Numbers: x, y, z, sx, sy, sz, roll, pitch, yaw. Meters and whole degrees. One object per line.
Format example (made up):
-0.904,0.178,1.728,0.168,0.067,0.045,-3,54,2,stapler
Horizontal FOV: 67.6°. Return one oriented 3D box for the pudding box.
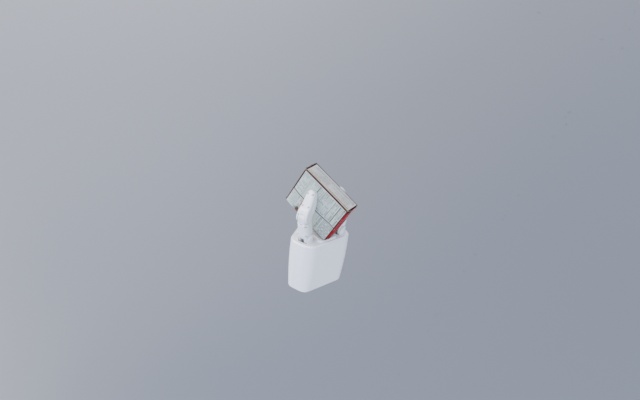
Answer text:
0.000,0.003,0.869,0.039,0.113,0.090,-32,-16,-50,pudding box
